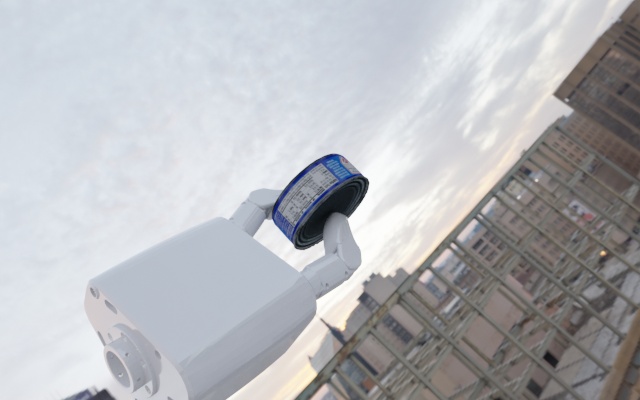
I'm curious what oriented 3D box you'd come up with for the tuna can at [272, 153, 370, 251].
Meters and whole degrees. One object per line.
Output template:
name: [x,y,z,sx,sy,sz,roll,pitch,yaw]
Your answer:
tuna can: [0.000,0.001,0.411,0.033,0.086,0.086,46,19,20]
